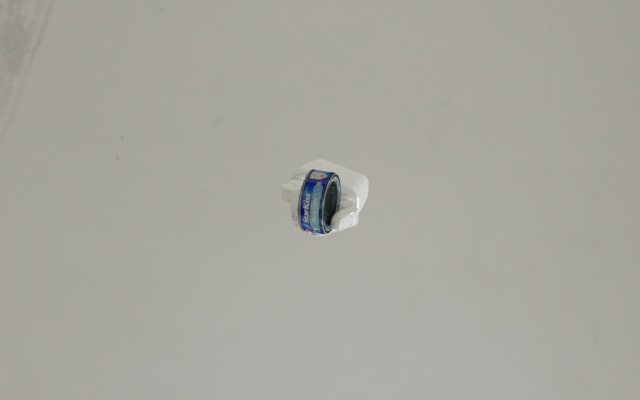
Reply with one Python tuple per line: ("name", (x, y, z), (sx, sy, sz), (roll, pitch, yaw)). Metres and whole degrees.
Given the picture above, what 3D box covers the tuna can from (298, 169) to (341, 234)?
("tuna can", (0.001, 0.002, 0.641), (0.034, 0.086, 0.086), (9, 2, 17))
